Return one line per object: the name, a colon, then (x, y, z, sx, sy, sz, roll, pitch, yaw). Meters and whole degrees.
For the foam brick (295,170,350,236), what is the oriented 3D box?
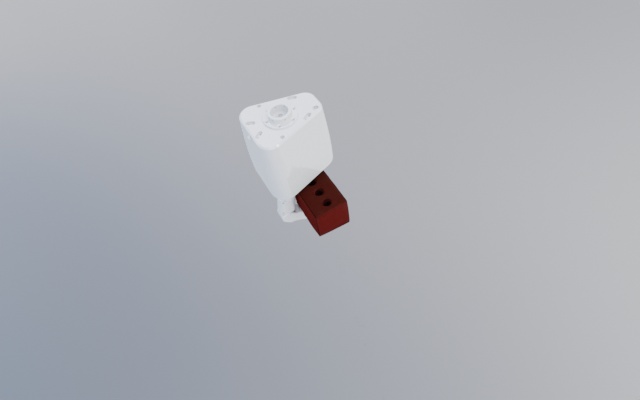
foam brick: (0.000, 0.003, 0.702, 0.053, 0.078, 0.051, -28, -34, -13)
